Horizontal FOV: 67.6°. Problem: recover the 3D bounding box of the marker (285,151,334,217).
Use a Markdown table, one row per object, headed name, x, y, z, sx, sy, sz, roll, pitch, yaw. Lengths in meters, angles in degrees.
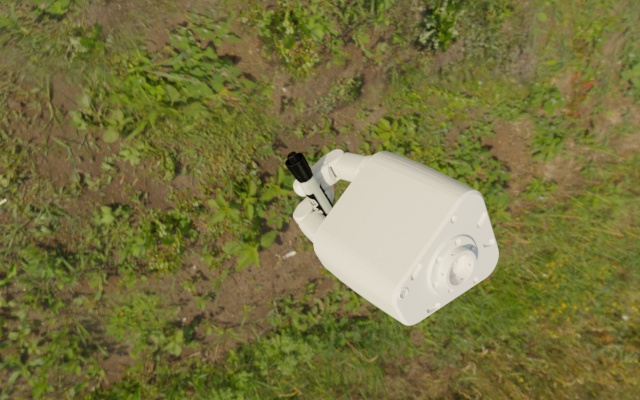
| name | x | y | z | sx | sy | sz | roll | pitch | yaw |
| --- | --- | --- | --- | --- | --- | --- | --- | --- | --- |
| marker | 0.000 | 0.001 | 0.457 | 0.020 | 0.020 | 0.121 | 0 | -44 | 36 |
